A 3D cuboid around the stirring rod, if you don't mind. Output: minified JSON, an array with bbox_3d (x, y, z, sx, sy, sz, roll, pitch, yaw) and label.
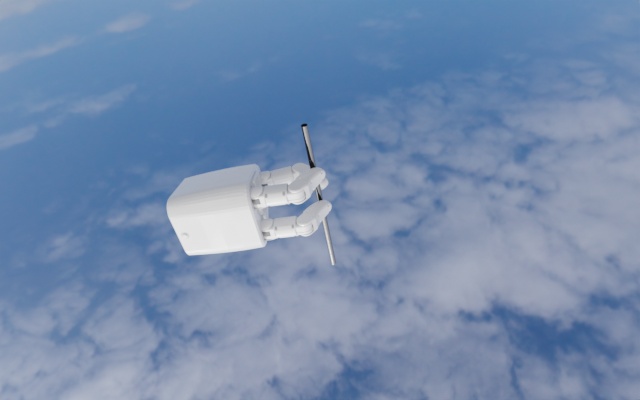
[{"bbox_3d":[0.000,0.002,0.648,0.011,0.240,0.011,-7,39,6],"label":"stirring rod"}]
